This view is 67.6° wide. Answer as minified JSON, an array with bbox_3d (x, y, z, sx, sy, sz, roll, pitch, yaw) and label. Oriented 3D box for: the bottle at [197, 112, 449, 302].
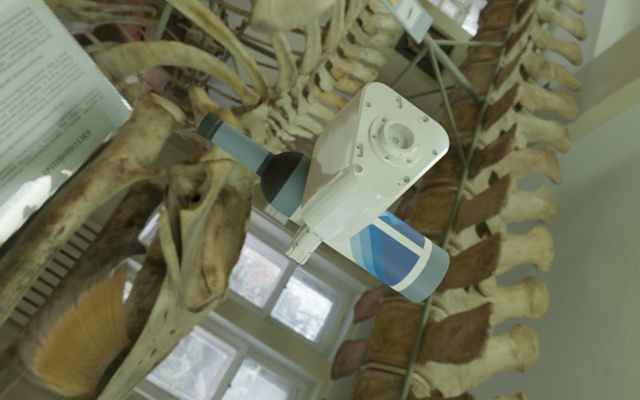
[{"bbox_3d":[0.000,0.002,0.510,0.296,0.069,0.069,34,-5,-7],"label":"bottle"}]
